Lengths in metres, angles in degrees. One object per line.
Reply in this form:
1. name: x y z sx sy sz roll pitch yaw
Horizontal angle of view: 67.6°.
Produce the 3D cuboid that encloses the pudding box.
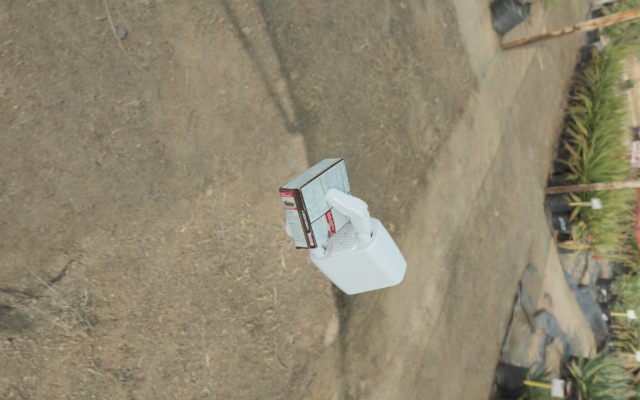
1. pudding box: 0.000 0.002 0.649 0.039 0.090 0.113 -2 23 36
